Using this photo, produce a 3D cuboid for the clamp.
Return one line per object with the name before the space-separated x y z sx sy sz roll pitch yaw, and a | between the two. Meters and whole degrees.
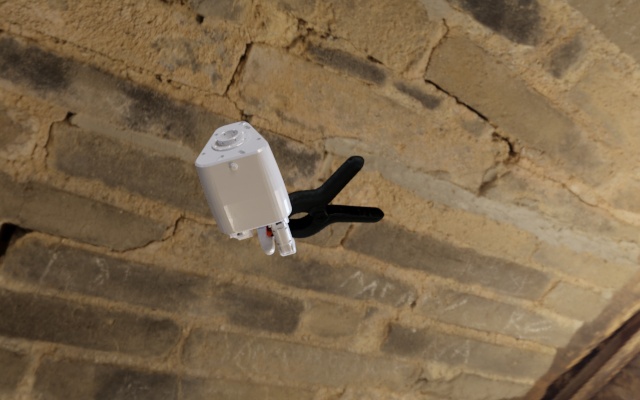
clamp | 0.000 0.002 0.667 0.171 0.120 0.039 -16 35 -1
